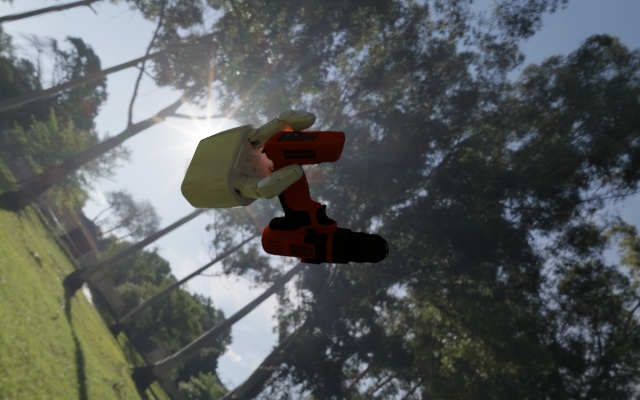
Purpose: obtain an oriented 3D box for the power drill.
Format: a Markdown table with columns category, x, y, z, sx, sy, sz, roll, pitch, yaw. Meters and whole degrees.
| category | x | y | z | sx | sy | sz | roll | pitch | yaw |
| --- | --- | --- | --- | --- | --- | --- | --- | --- | --- |
| power drill | 0.000 | 0.002 | 0.648 | 0.184 | 0.188 | 0.057 | 3 | 25 | 14 |
